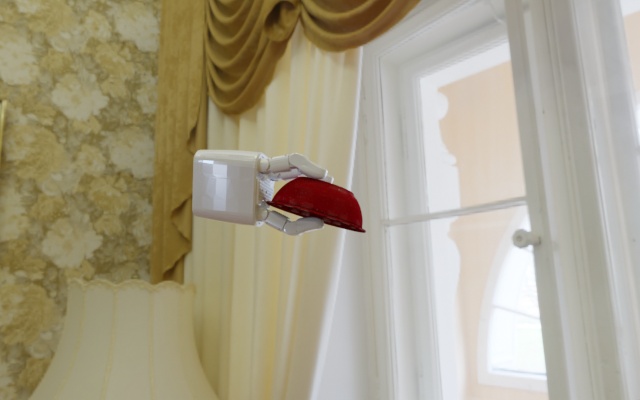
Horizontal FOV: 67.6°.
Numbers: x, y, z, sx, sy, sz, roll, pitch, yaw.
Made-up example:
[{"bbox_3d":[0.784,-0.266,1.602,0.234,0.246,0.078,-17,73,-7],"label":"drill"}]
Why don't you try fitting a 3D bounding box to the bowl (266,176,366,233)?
[{"bbox_3d":[0.002,0.002,0.743,0.162,0.055,0.162,17,-6,2],"label":"bowl"}]
